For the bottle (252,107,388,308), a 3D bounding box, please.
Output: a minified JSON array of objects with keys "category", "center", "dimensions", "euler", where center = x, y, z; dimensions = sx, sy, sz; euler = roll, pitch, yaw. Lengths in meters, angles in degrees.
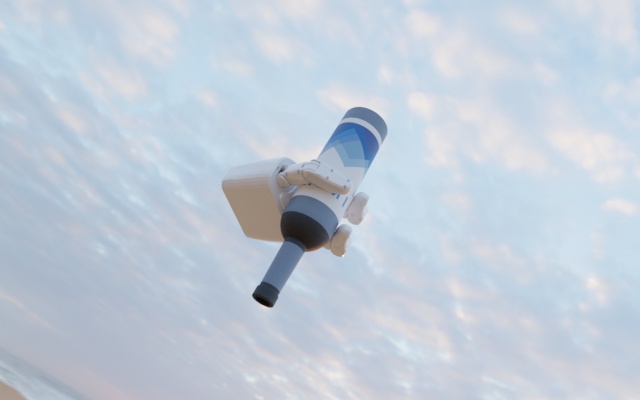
[{"category":"bottle","center":[0.000,0.002,0.599],"dimensions":[0.069,0.295,0.069],"euler":[22,-32,14]}]
